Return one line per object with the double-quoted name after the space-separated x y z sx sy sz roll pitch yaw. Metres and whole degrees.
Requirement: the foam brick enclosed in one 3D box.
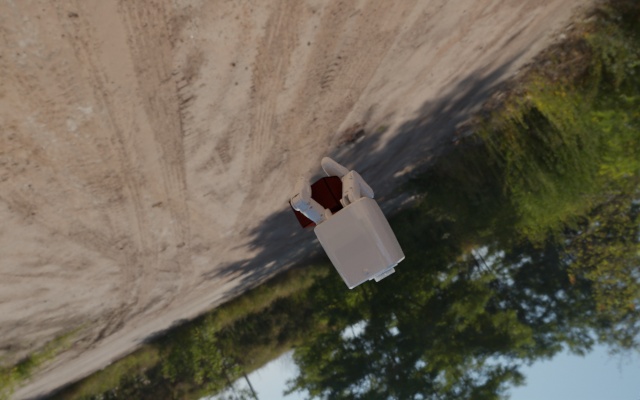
0.000 0.003 0.755 0.078 0.051 0.053 -34 -11 29 "foam brick"
